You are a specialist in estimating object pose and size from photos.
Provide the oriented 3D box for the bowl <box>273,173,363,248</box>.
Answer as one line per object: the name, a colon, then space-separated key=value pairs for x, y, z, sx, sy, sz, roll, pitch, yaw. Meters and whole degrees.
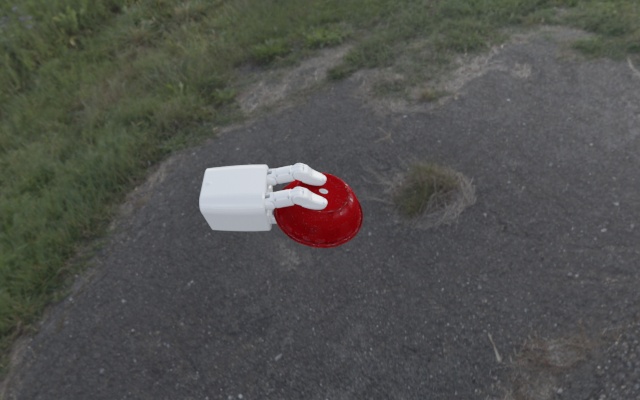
bowl: x=0.001 y=0.002 z=0.832 sx=0.162 sy=0.162 sz=0.055 roll=0 pitch=-41 yaw=-11
